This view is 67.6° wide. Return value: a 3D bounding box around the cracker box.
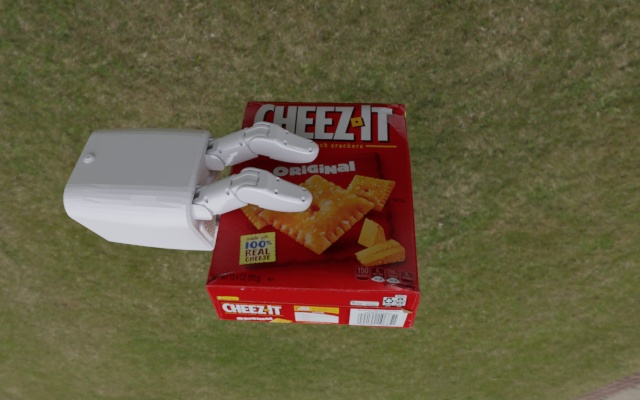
[{"bbox_3d":[0.000,0.002,0.437,0.164,0.213,0.072,2,-37,3],"label":"cracker box"}]
